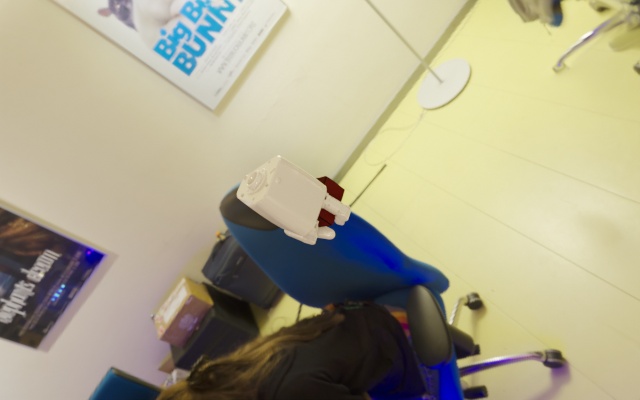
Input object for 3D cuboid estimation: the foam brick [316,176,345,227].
[{"bbox_3d":[0.000,0.003,0.862,0.051,0.078,0.053,35,-28,-31],"label":"foam brick"}]
